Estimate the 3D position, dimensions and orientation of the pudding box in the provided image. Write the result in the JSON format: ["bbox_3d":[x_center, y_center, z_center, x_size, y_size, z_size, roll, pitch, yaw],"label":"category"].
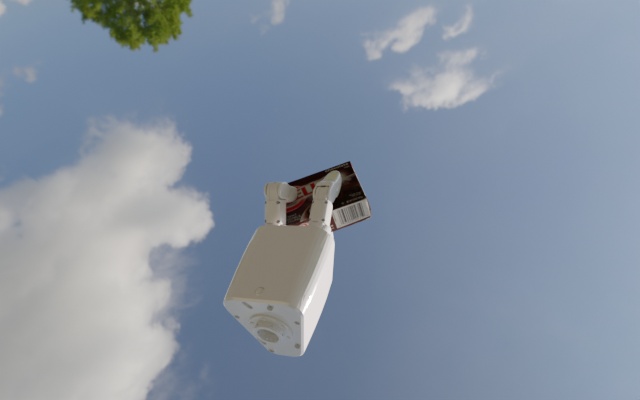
[{"bbox_3d":[0.000,0.002,0.618,0.113,0.039,0.090,-18,38,0],"label":"pudding box"}]
